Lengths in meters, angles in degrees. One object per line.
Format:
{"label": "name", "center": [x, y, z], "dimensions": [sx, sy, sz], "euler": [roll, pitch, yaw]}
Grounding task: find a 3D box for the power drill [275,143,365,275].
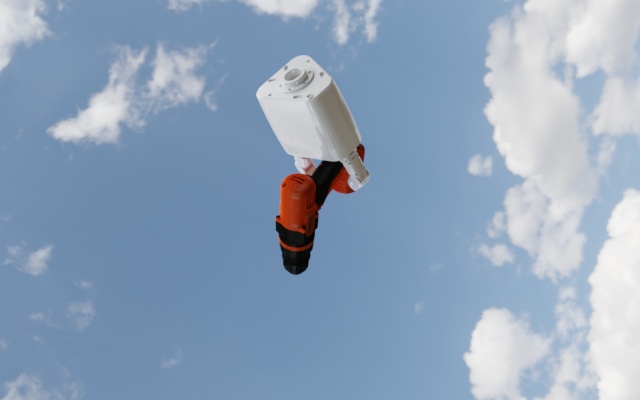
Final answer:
{"label": "power drill", "center": [0.000, 0.002, 0.722], "dimensions": [0.057, 0.185, 0.187], "euler": [23, 46, 17]}
